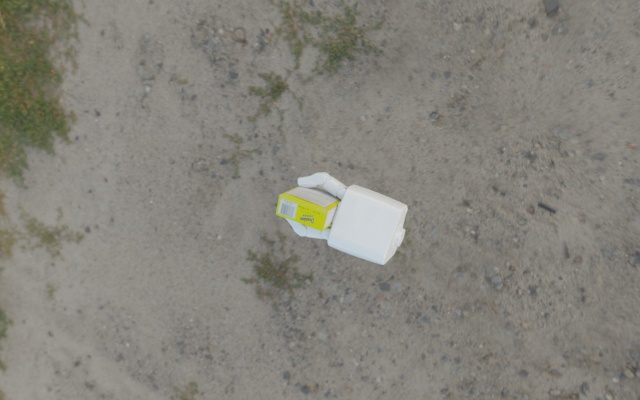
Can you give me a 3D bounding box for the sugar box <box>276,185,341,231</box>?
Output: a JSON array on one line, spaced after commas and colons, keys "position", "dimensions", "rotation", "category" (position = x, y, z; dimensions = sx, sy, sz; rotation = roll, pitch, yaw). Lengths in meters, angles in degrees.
[{"position": [0.000, 0.003, 0.883], "dimensions": [0.093, 0.048, 0.176], "rotation": [20, 16, 19], "category": "sugar box"}]
